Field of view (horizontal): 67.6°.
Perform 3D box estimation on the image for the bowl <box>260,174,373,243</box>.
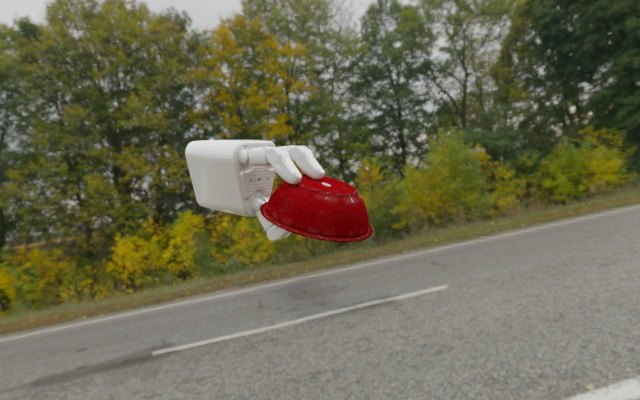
[{"bbox_3d":[0.001,0.002,0.664,0.162,0.055,0.162,12,16,-3],"label":"bowl"}]
